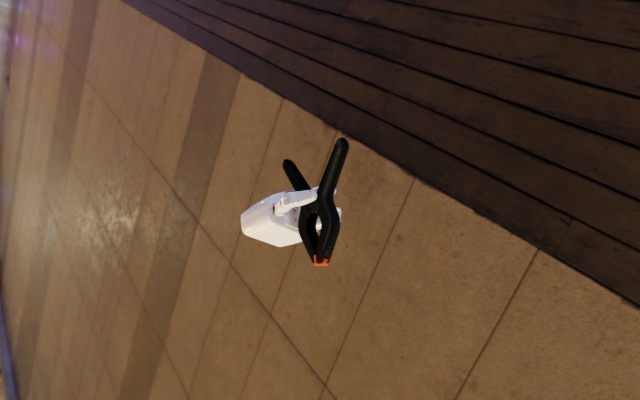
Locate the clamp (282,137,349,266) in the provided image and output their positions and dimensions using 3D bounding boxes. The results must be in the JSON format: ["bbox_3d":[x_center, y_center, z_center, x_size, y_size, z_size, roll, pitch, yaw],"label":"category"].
[{"bbox_3d":[-0.001,0.003,0.809,0.036,0.210,0.164,4,-19,-40],"label":"clamp"}]
